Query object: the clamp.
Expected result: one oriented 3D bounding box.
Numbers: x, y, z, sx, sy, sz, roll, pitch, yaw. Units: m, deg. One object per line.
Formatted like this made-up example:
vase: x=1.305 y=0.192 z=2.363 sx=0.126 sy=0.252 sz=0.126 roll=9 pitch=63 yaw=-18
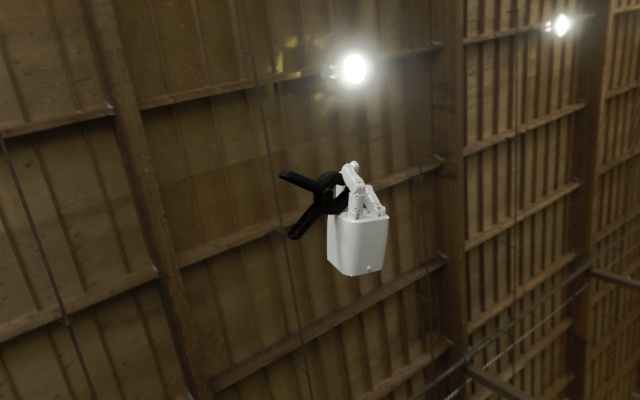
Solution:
clamp: x=0.000 y=0.003 z=0.847 sx=0.171 sy=0.120 sz=0.039 roll=-6 pitch=15 yaw=-36
